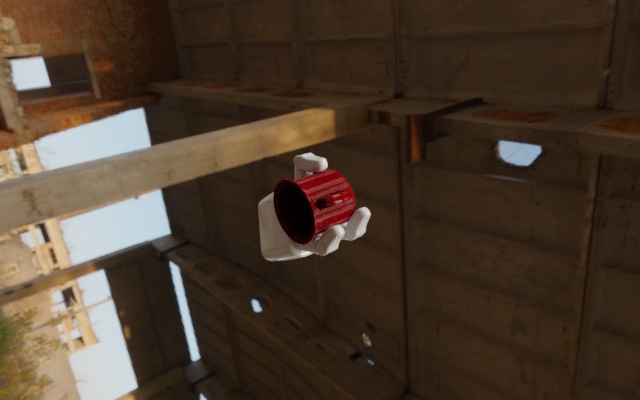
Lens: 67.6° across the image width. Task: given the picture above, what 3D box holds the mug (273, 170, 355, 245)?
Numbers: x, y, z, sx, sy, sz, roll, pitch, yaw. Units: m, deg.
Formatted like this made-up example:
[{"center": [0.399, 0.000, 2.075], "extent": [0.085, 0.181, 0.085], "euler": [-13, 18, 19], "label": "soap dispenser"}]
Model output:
[{"center": [0.001, 0.002, 0.658], "extent": [0.081, 0.093, 0.117], "euler": [-21, 1, -36], "label": "mug"}]
